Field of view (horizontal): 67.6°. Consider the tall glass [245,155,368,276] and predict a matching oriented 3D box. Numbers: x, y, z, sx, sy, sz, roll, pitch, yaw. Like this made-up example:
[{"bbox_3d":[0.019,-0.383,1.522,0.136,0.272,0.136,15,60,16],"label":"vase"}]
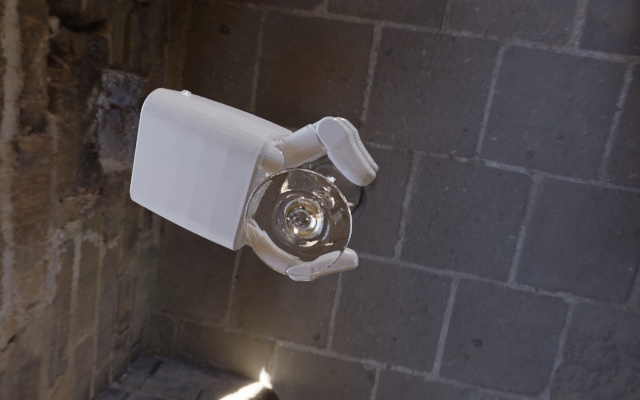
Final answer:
[{"bbox_3d":[0.000,0.002,0.419,0.079,0.079,0.201,0,8,10],"label":"tall glass"}]
